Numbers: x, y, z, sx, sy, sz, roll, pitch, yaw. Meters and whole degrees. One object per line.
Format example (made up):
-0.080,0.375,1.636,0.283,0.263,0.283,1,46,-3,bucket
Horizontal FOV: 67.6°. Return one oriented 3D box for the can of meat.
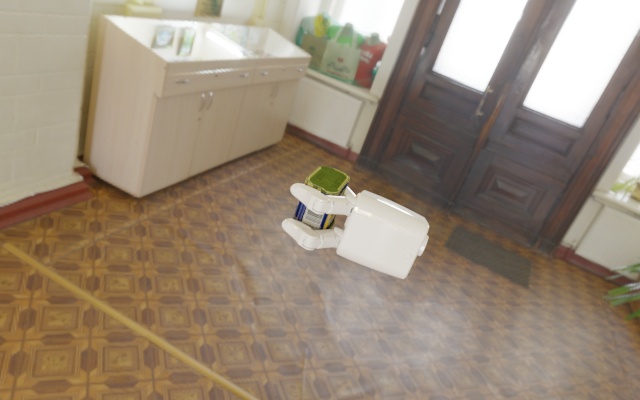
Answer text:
0.000,0.002,0.716,0.057,0.084,0.102,24,24,8,can of meat
